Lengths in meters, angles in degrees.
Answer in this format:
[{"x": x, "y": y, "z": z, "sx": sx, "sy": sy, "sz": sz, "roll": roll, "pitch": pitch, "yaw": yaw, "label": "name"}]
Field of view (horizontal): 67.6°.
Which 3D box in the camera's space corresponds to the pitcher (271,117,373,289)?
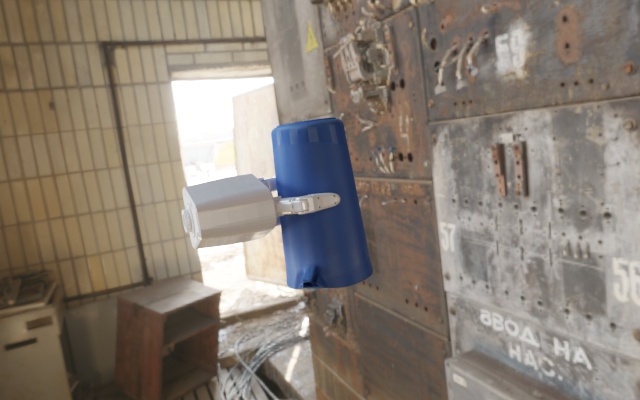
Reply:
[{"x": 0.000, "y": 0.002, "z": 0.723, "sx": 0.145, "sy": 0.243, "sz": 0.149, "roll": -11, "pitch": 8, "yaw": -22, "label": "pitcher"}]
